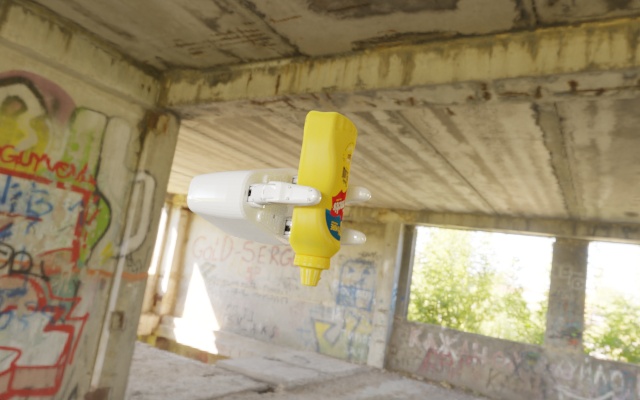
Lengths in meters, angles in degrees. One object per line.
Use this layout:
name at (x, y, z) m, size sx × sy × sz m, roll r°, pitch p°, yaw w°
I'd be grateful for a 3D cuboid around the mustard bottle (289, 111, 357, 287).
mustard bottle at (0.000, 0.002, 0.549) m, size 0.058 × 0.191 × 0.096 m, roll 7°, pitch -8°, yaw 14°
